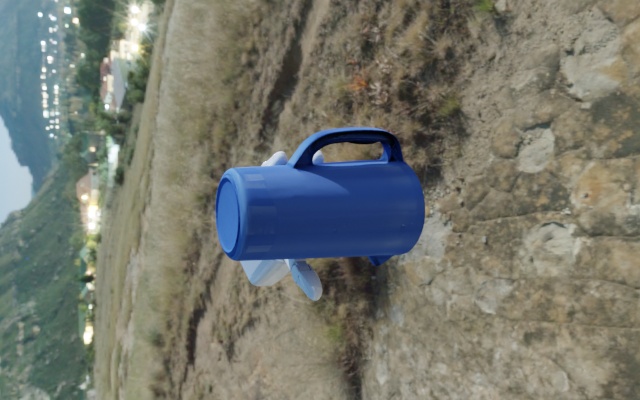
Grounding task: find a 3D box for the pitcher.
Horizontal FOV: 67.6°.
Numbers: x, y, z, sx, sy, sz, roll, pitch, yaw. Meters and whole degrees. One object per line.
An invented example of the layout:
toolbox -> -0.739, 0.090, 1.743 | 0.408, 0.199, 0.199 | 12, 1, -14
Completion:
pitcher -> 0.000, 0.002, 0.599 | 0.243, 0.149, 0.145 | -2, -27, -28
